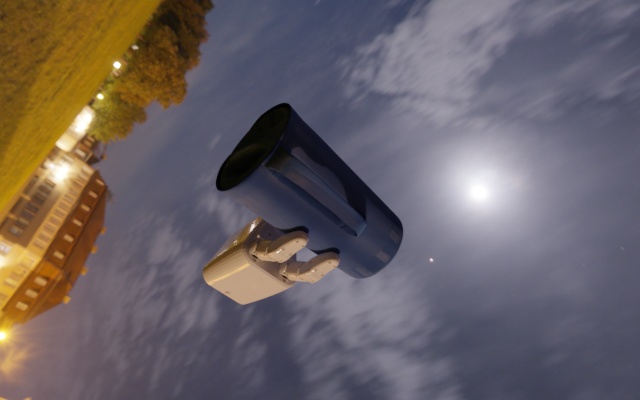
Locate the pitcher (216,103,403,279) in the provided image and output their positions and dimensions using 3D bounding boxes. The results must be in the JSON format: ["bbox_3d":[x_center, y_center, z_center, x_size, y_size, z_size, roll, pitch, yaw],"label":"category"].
[{"bbox_3d":[0.000,0.002,0.613,0.145,0.149,0.243,-31,-57,34],"label":"pitcher"}]
